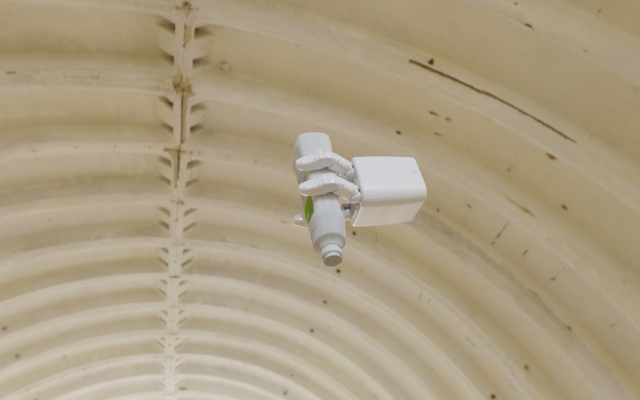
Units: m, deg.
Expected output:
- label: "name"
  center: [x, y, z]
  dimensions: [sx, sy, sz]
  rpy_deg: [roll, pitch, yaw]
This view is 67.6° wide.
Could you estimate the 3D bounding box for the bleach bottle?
- label: "bleach bottle"
  center: [0.000, 0.002, 0.780]
  dimensions: [0.068, 0.250, 0.103]
  rpy_deg: [-2, -43, -9]
